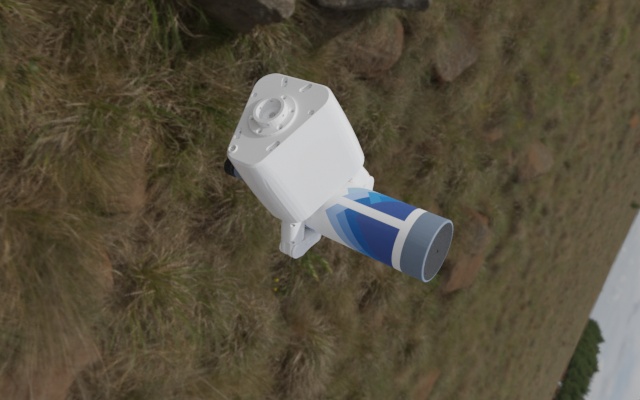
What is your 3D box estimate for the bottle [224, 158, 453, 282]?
[{"bbox_3d":[0.000,0.002,0.547,0.295,0.069,0.069,23,12,31],"label":"bottle"}]
